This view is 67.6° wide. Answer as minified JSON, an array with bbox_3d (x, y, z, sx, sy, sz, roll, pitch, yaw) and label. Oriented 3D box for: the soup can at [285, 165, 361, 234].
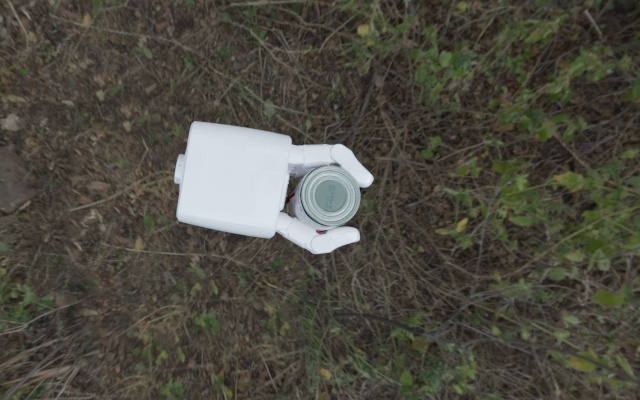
[{"bbox_3d":[0.001,0.002,0.551,0.068,0.068,0.102,0,-9,-13],"label":"soup can"}]
